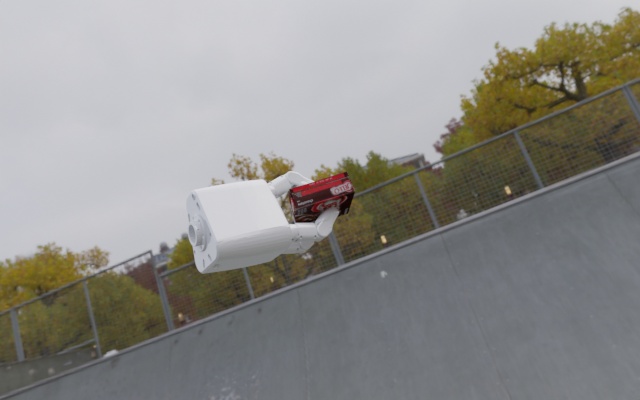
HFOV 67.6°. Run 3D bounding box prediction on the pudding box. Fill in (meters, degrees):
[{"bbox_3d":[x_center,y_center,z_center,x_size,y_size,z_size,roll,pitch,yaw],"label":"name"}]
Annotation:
[{"bbox_3d":[0.000,0.002,0.718,0.090,0.039,0.113,-16,-14,-7],"label":"pudding box"}]
